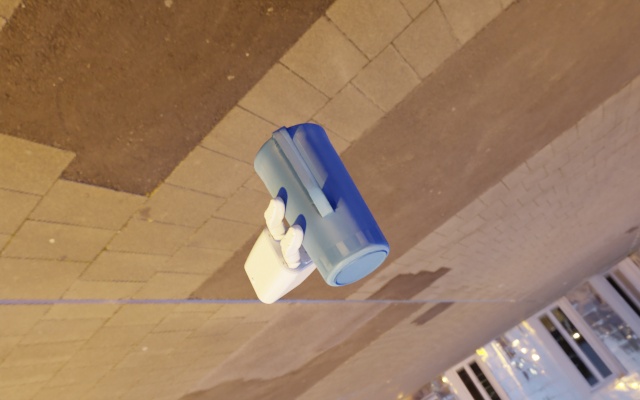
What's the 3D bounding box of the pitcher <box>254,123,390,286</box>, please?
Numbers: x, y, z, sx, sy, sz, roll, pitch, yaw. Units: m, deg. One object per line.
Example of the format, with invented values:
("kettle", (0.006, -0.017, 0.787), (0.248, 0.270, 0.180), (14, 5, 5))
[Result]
("pitcher", (0.000, 0.003, 0.737), (0.149, 0.242, 0.145), (-6, -36, -41))
